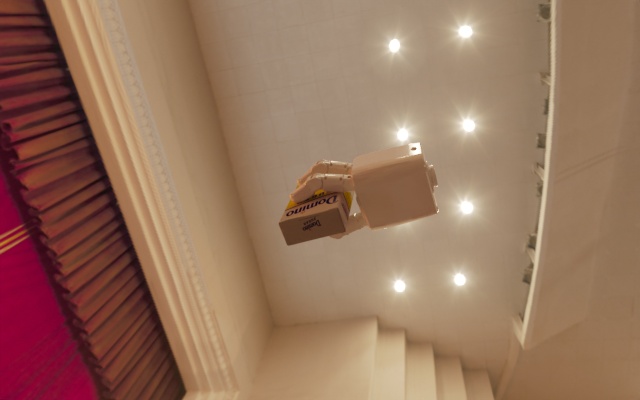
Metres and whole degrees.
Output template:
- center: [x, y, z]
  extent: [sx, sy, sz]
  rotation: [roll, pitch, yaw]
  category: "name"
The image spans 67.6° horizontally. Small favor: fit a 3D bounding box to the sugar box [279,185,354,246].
- center: [0.000, 0.002, 0.749]
  extent: [0.093, 0.048, 0.176]
  rotation: [-15, 19, 15]
  category: "sugar box"
